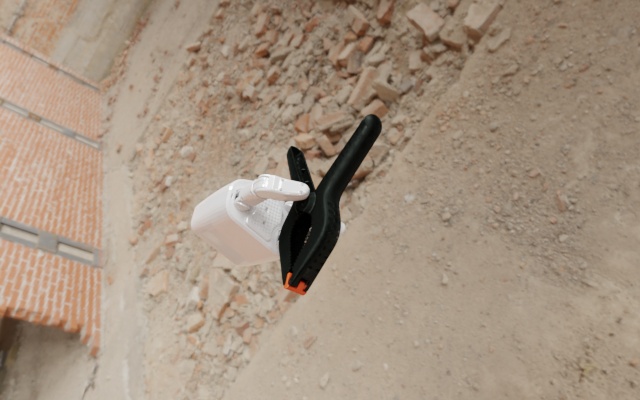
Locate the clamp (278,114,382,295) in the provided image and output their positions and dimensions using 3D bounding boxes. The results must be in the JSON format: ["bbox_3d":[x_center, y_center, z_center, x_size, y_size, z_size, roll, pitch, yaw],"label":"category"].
[{"bbox_3d":[-0.001,0.002,0.550,0.036,0.210,0.164,27,-31,-32],"label":"clamp"}]
